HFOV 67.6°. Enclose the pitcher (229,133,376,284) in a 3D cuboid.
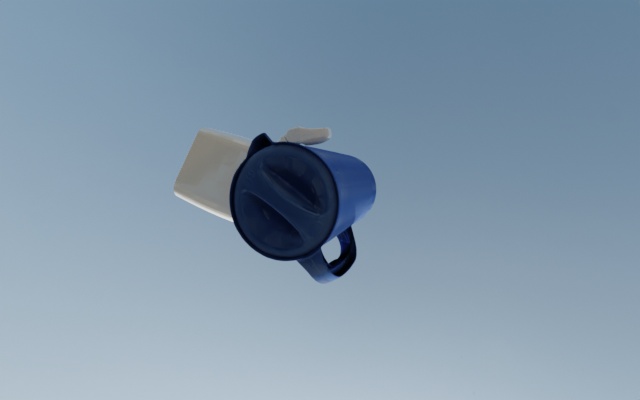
[{"bbox_3d":[0.000,0.002,0.631,0.145,0.149,0.243,19,11,18],"label":"pitcher"}]
